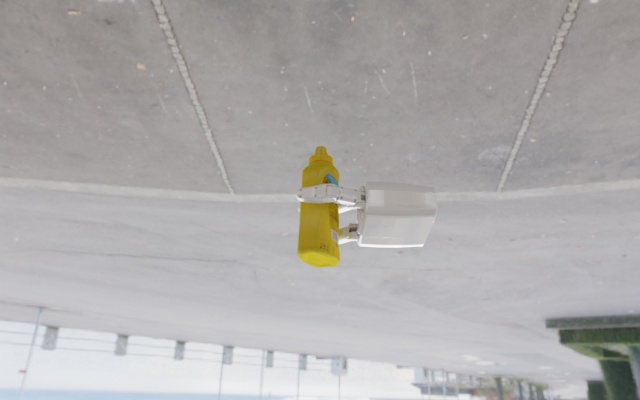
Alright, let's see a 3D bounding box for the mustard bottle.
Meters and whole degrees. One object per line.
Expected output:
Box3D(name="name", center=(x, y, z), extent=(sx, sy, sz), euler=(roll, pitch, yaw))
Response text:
Box3D(name="mustard bottle", center=(0.000, 0.003, 0.747), extent=(0.058, 0.191, 0.096), euler=(-7, -24, 20))
